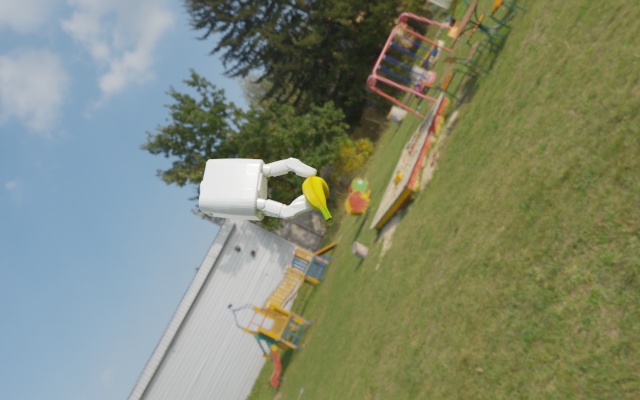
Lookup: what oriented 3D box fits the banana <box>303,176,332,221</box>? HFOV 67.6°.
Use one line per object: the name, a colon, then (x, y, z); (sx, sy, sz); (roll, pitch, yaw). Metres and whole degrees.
banana: (-0.007, -0.013, 0.890); (0.037, 0.069, 0.197); (-21, 12, 6)
